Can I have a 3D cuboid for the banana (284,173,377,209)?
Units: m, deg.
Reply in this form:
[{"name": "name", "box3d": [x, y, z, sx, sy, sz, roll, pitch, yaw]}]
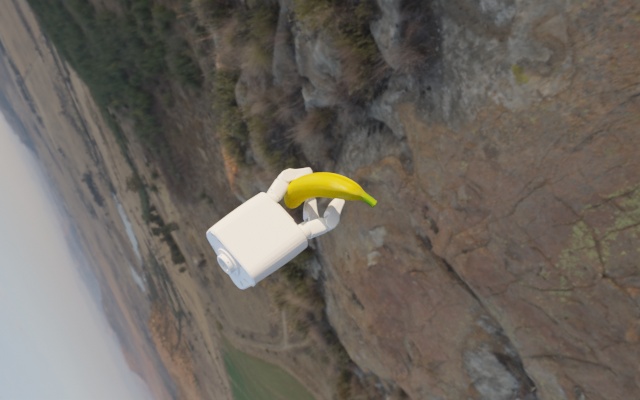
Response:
[{"name": "banana", "box3d": [-0.006, -0.012, 0.740, 0.198, 0.070, 0.037, 1, 38, 48]}]
